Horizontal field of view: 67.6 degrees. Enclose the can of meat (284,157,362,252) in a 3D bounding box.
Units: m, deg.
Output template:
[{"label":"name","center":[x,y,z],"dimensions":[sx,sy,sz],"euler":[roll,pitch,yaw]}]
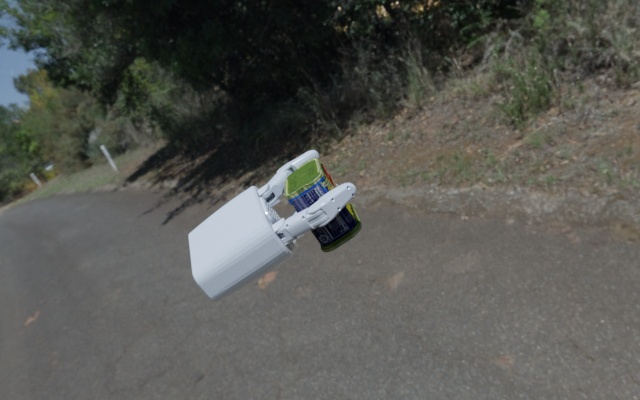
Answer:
[{"label":"can of meat","center":[0.000,0.002,0.585],"dimensions":[0.057,0.084,0.102],"euler":[-34,18,7]}]
